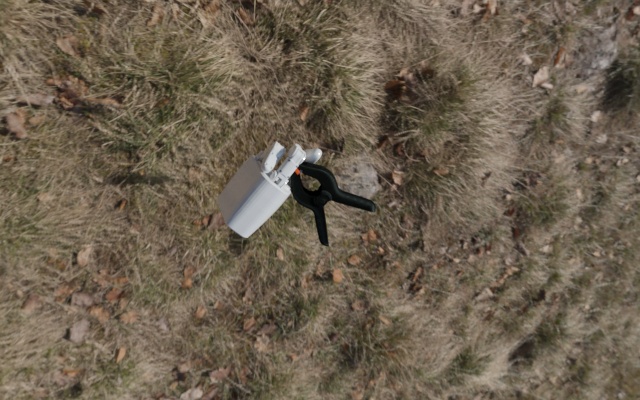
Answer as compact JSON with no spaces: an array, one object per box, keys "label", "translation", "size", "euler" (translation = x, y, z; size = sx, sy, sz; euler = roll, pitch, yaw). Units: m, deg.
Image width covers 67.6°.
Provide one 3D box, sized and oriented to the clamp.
[{"label":"clamp","translation":[0.000,0.003,0.837],"size":[0.171,0.120,0.039],"euler":[39,9,-17]}]
